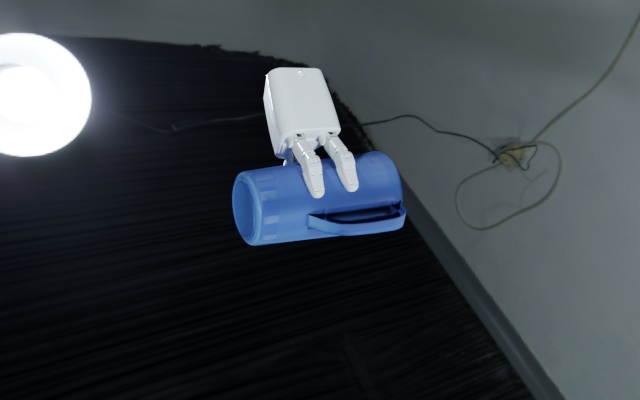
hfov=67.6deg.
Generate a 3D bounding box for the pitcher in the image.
[{"bbox_3d":[0.000,0.002,0.727,0.243,0.145,0.149,-8,-14,-28],"label":"pitcher"}]
